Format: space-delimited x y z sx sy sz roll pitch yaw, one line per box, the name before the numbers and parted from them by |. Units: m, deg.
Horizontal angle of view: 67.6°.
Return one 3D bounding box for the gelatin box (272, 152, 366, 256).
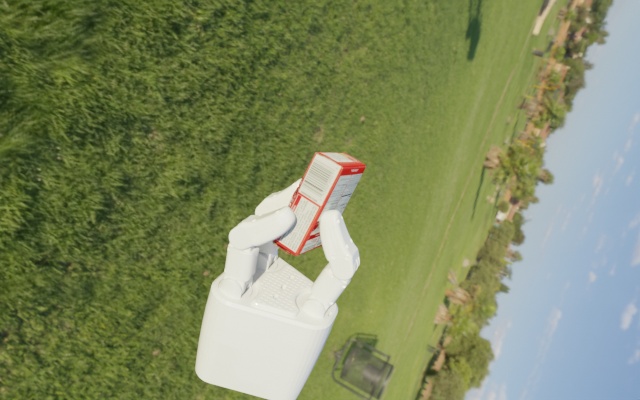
gelatin box | 0.001 0.001 0.425 0.030 0.089 0.073 31 15 16
